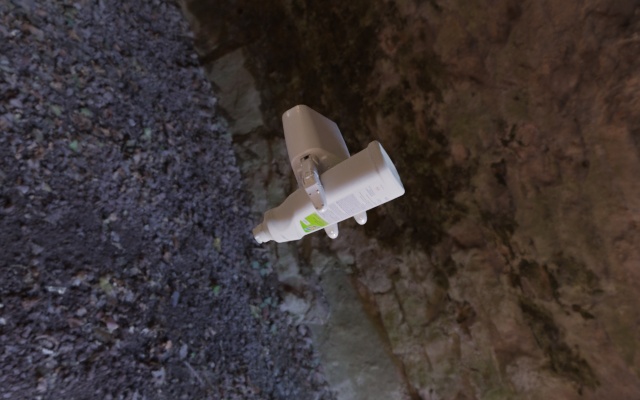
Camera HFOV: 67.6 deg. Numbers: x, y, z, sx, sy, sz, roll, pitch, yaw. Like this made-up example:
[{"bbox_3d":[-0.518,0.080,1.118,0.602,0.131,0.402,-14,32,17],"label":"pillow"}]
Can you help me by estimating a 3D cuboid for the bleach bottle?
[{"bbox_3d":[0.000,0.003,0.758,0.251,0.068,0.103,-26,-35,15],"label":"bleach bottle"}]
